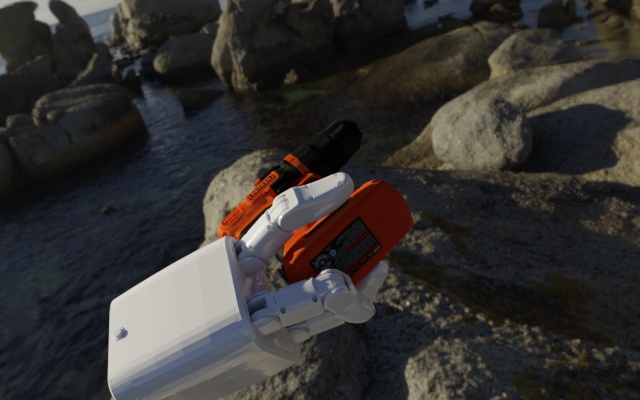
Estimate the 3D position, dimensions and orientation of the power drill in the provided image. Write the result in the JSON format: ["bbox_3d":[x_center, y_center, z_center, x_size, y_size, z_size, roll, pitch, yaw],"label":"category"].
[{"bbox_3d":[0.000,0.002,0.431,0.057,0.184,0.187,48,-7,-26],"label":"power drill"}]
